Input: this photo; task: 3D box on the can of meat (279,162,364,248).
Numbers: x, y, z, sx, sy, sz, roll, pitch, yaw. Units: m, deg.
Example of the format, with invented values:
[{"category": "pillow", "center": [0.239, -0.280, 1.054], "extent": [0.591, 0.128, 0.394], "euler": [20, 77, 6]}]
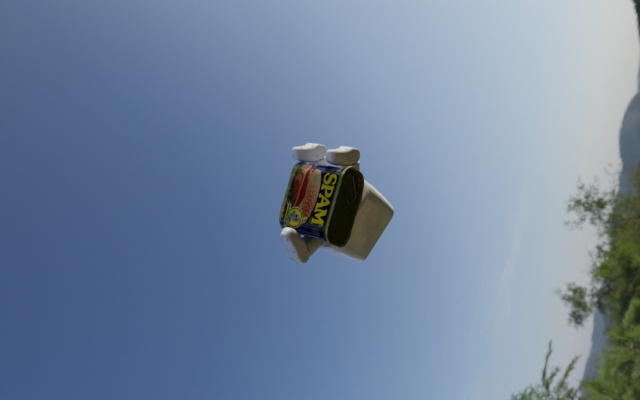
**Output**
[{"category": "can of meat", "center": [0.000, 0.002, 0.629], "extent": [0.084, 0.102, 0.057], "euler": [12, -9, 35]}]
